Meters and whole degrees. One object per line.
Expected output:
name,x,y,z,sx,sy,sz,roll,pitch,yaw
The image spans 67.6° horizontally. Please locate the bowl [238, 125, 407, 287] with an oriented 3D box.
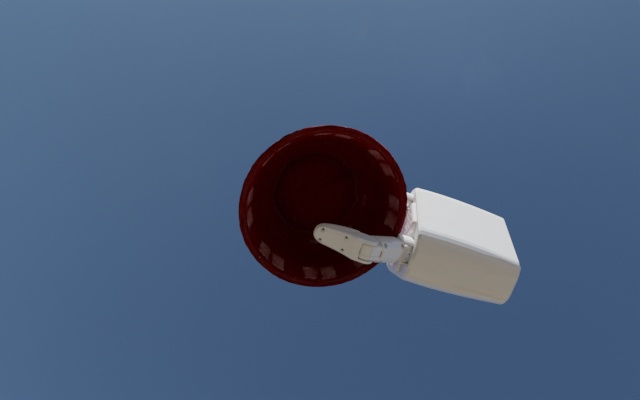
bowl,-0.001,0.001,0.470,0.162,0.162,0.055,0,20,-11
